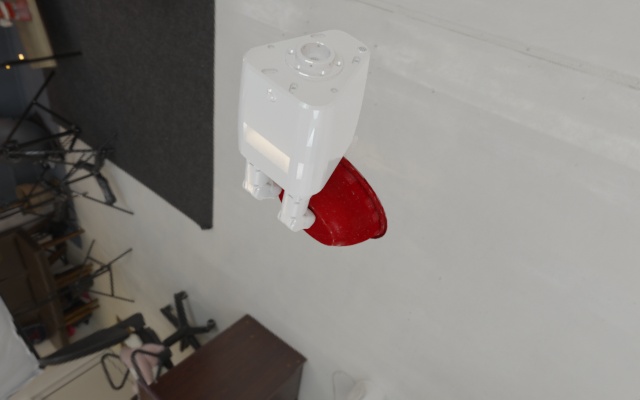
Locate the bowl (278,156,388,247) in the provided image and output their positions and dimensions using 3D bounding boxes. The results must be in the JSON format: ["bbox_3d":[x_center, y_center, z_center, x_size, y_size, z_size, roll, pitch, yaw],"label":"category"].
[{"bbox_3d":[0.000,0.003,0.565,0.055,0.162,0.162,-44,17,-19],"label":"bowl"}]
